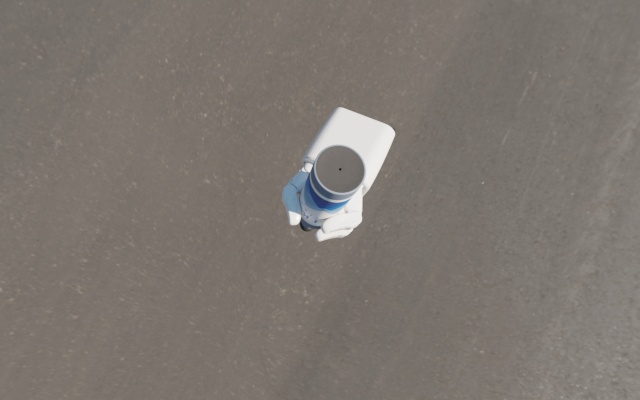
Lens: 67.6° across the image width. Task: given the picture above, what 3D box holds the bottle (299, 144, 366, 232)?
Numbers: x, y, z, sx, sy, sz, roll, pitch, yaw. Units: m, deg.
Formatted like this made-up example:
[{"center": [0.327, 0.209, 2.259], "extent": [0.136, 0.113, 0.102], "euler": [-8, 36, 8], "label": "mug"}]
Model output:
[{"center": [0.000, 0.002, 0.727], "extent": [0.069, 0.069, 0.296], "euler": [0, -16, -10], "label": "bottle"}]
